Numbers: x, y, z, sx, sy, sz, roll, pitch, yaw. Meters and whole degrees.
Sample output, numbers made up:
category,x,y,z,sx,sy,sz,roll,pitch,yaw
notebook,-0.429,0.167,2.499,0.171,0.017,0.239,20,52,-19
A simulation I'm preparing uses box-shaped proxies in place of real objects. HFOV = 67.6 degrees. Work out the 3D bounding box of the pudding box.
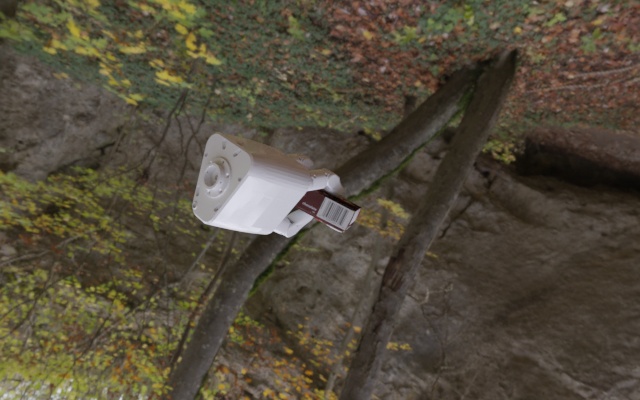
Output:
category,x,y,z,sx,sy,sz,roll,pitch,yaw
pudding box,0.000,0.002,0.707,0.113,0.039,0.090,29,9,8
